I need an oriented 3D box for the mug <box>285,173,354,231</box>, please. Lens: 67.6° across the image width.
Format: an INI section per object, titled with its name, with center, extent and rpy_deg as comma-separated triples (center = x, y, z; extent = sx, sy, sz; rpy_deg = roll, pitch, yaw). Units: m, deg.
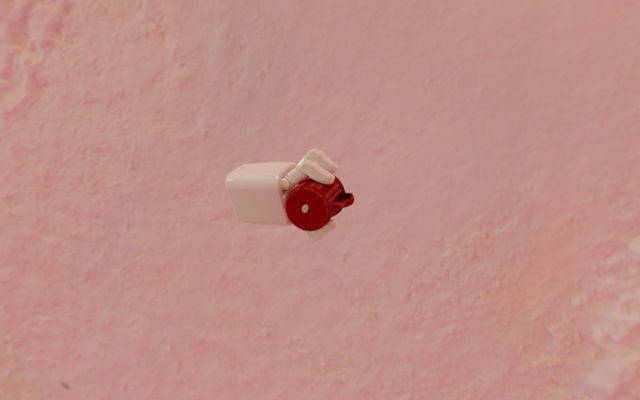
[mug]
center = 0.001, 0.003, 0.824
extent = 0.117, 0.093, 0.081
rpy_deg = 1, 20, 19
